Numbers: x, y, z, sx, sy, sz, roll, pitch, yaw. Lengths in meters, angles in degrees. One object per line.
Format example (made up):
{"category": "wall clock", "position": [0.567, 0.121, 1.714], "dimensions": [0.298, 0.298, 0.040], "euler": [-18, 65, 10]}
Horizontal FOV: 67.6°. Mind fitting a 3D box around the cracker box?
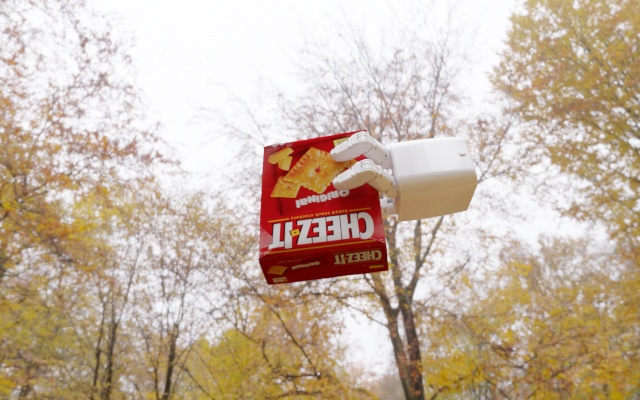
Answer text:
{"category": "cracker box", "position": [0.000, 0.002, 0.674], "dimensions": [0.164, 0.213, 0.072], "euler": [-8, -42, 5]}
